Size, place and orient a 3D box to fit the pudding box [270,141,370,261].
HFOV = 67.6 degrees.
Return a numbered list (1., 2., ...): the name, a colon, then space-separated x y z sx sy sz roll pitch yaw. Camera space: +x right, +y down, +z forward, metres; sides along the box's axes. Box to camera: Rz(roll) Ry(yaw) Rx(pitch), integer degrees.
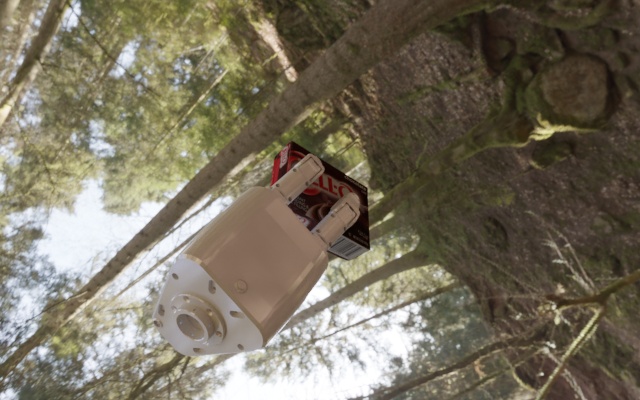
1. pudding box: 0.000 0.002 0.503 0.113 0.090 0.039 31 -48 -28
